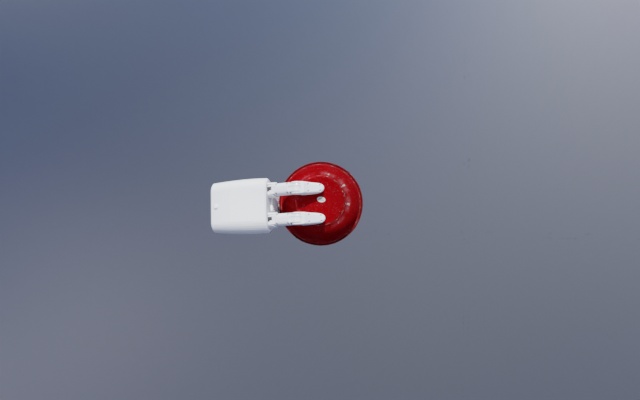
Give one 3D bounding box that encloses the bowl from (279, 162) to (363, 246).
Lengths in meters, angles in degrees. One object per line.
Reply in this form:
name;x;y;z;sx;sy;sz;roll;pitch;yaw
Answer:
bowl;0.001;0.002;0.889;0.162;0.162;0.055;0;-6;1
